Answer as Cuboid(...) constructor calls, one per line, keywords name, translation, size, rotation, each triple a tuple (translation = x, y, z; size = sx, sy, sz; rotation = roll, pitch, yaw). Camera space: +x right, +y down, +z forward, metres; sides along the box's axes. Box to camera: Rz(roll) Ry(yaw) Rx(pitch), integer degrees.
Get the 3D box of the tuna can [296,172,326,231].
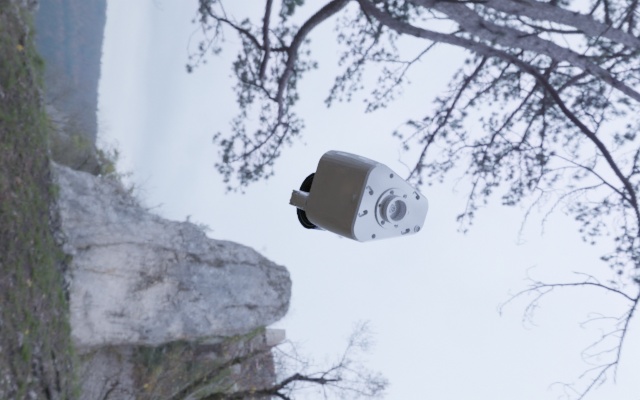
Cuboid(name="tuna can", translation=(0.001, 0.002, 0.714), size=(0.034, 0.086, 0.086), rotation=(10, -6, -34))
